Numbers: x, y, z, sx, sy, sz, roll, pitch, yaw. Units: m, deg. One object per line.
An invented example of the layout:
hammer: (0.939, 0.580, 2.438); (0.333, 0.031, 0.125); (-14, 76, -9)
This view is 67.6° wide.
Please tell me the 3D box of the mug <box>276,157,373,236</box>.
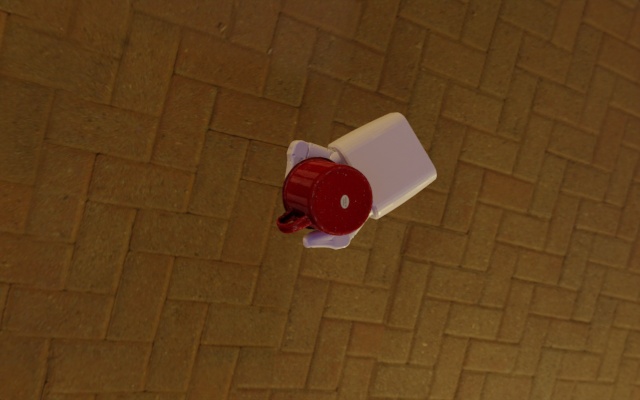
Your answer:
mug: (-0.001, 0.003, 0.567); (0.117, 0.093, 0.081); (-31, 18, -16)
